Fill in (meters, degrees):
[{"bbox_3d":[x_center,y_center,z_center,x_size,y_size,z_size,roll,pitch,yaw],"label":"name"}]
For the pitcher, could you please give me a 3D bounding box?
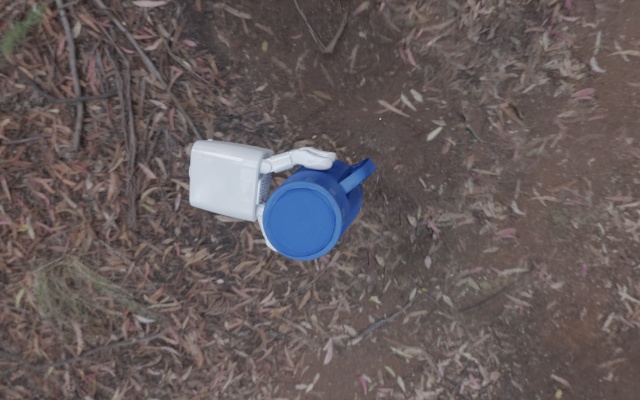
[{"bbox_3d":[0.000,0.002,0.730,0.145,0.149,0.243,11,11,6],"label":"pitcher"}]
